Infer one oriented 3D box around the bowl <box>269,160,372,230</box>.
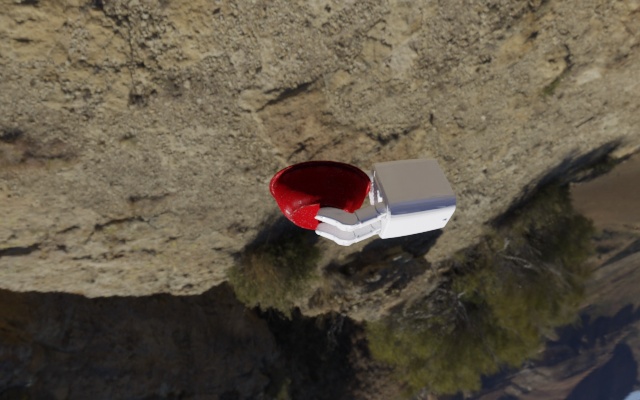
[{"bbox_3d":[-0.001,0.003,0.741,0.162,0.055,0.162,-1,-27,0],"label":"bowl"}]
